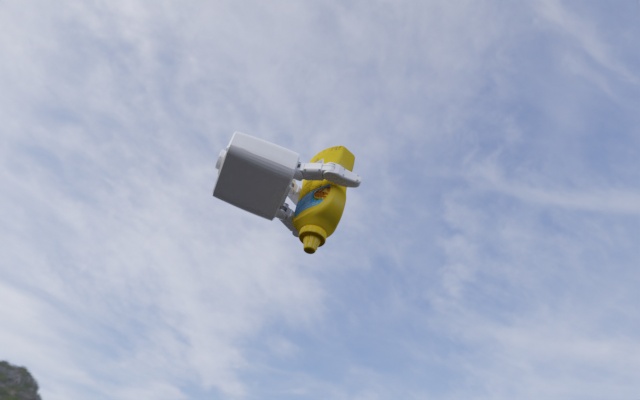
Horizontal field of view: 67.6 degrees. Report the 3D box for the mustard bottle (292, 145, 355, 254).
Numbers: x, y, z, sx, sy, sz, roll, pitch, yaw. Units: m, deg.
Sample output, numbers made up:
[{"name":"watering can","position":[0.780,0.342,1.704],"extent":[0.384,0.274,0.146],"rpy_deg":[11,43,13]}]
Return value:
[{"name":"mustard bottle","position":[0.000,0.002,0.752],"extent":[0.096,0.191,0.058],"rpy_deg":[-28,-56,37]}]
